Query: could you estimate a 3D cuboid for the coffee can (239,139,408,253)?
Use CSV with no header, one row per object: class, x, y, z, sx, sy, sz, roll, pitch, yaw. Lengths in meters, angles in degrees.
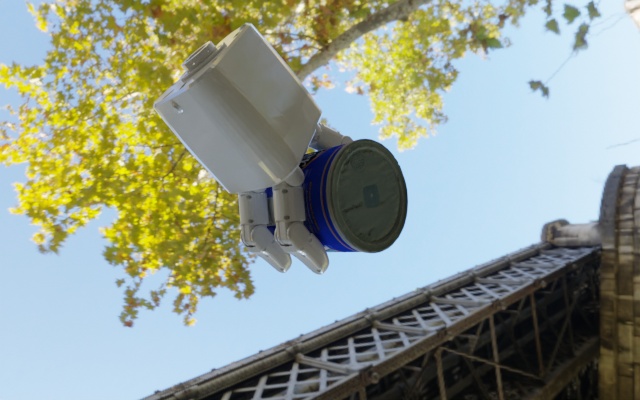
coffee can,0.000,0.002,0.475,0.103,0.103,0.140,0,-5,-42
